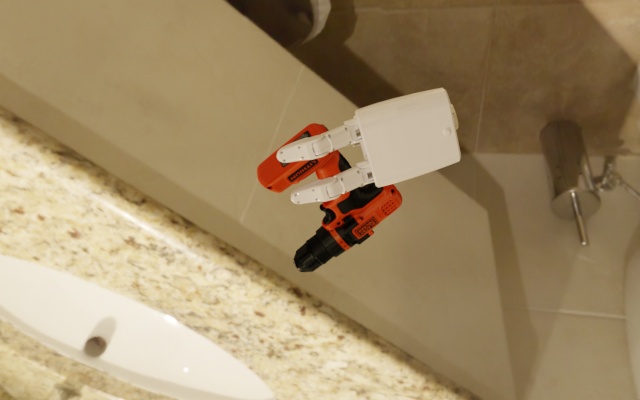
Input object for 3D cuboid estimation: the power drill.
[{"bbox_3d":[0.000,0.002,0.643,0.188,0.184,0.057,46,7,-40],"label":"power drill"}]
